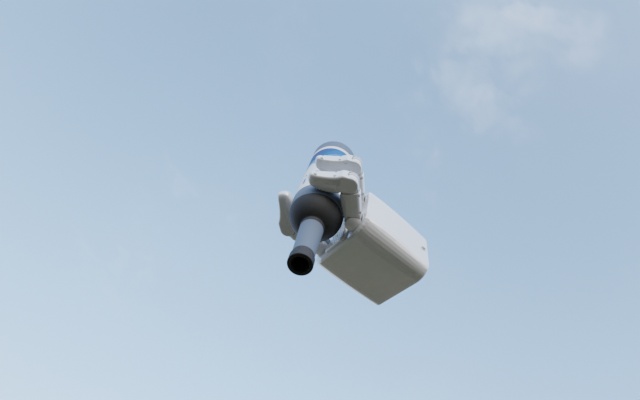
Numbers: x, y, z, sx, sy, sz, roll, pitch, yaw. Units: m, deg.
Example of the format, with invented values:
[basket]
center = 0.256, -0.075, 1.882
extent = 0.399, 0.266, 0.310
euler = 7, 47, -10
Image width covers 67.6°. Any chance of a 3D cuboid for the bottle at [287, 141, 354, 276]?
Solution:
[bottle]
center = 0.000, 0.002, 0.611
extent = 0.069, 0.069, 0.295
euler = 0, 25, 9
